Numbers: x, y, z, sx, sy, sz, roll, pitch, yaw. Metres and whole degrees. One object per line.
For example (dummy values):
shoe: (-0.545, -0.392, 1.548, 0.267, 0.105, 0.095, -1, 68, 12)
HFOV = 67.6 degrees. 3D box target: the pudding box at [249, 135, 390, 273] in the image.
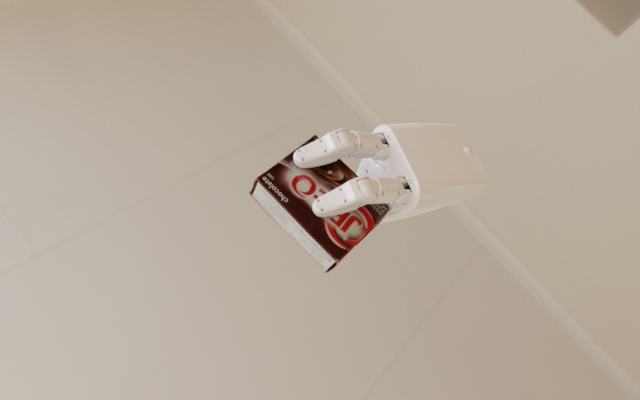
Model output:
pudding box: (0.000, 0.002, 0.477, 0.090, 0.113, 0.039, -41, -9, -35)
